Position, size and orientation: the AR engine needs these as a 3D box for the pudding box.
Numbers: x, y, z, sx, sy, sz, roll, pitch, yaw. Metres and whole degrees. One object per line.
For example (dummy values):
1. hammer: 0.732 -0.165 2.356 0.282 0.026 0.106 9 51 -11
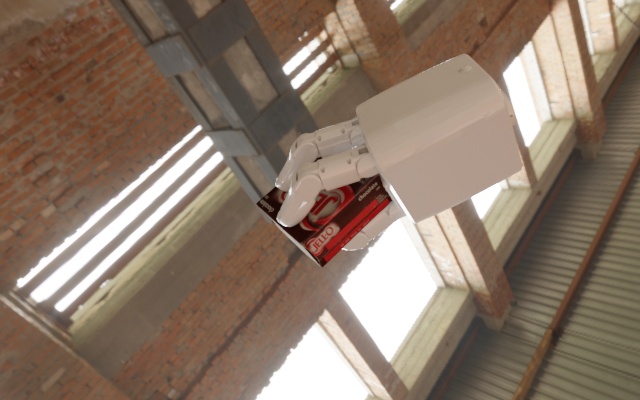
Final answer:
1. pudding box: 0.000 0.002 0.448 0.090 0.039 0.113 -42 30 -10
